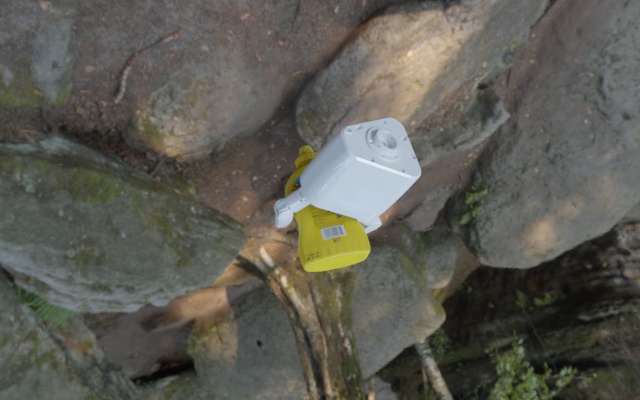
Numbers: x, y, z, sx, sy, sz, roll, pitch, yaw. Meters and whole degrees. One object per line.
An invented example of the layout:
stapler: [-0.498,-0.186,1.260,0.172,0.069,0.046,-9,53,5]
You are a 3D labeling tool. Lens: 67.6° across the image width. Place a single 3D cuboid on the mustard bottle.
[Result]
mustard bottle: [0.000,0.003,0.692,0.096,0.191,0.058,-11,-26,-11]
